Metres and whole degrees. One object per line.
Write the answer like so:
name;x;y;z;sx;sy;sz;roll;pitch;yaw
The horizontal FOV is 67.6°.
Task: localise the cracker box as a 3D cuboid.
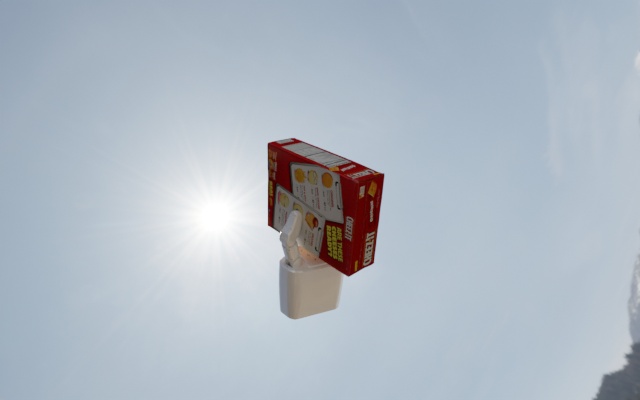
cracker box;0.000;0.003;0.796;0.072;0.164;0.213;-20;34;-39
